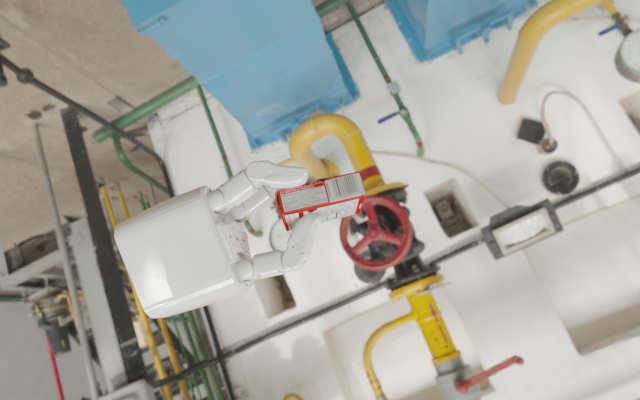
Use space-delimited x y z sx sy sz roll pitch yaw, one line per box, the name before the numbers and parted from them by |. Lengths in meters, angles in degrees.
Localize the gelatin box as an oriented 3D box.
gelatin box | 0.001 0.002 0.505 0.089 0.030 0.073 -13 -15 -3
